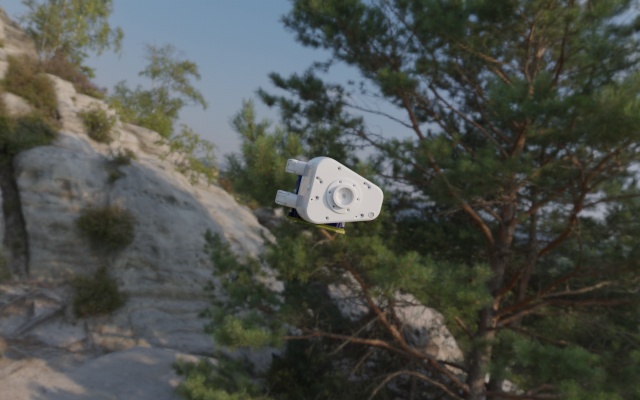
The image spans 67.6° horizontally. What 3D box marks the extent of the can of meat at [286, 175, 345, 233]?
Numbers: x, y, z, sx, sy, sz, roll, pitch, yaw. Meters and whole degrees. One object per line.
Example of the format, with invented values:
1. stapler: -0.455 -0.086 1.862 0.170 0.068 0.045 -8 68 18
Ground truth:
1. can of meat: 0.000 0.002 0.812 0.102 0.084 0.057 14 2 -6
